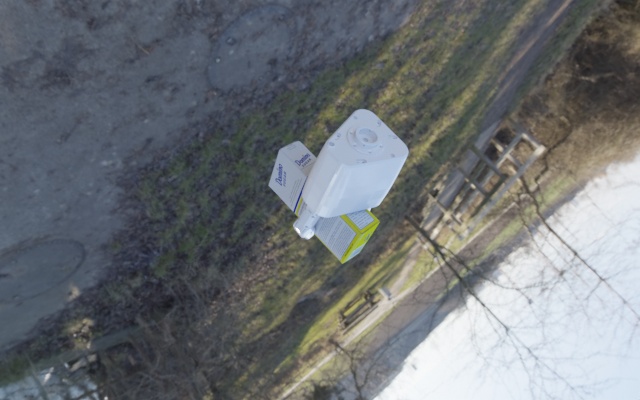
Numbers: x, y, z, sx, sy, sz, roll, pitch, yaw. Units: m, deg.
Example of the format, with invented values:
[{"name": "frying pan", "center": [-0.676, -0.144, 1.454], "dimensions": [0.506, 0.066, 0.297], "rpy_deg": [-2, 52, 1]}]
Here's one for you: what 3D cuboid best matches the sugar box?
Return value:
[{"name": "sugar box", "center": [0.001, 0.002, 0.711], "dimensions": [0.048, 0.176, 0.093], "rpy_deg": [-30, -21, -34]}]
